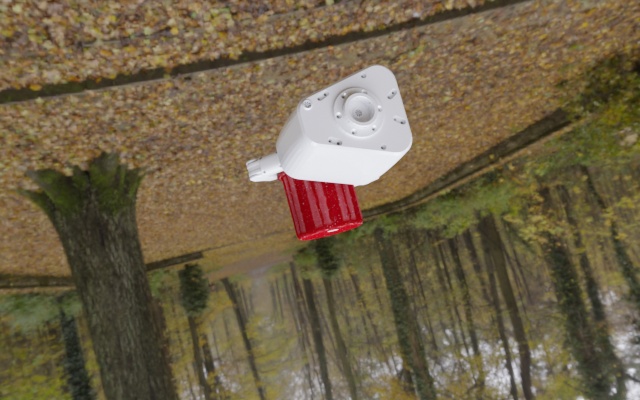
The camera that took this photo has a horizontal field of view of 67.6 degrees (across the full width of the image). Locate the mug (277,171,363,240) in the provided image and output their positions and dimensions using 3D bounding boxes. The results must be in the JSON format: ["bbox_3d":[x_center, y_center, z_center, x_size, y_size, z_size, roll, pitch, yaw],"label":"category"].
[{"bbox_3d":[0.000,0.002,0.585,0.093,0.081,0.117,-13,-9,-14],"label":"mug"}]
